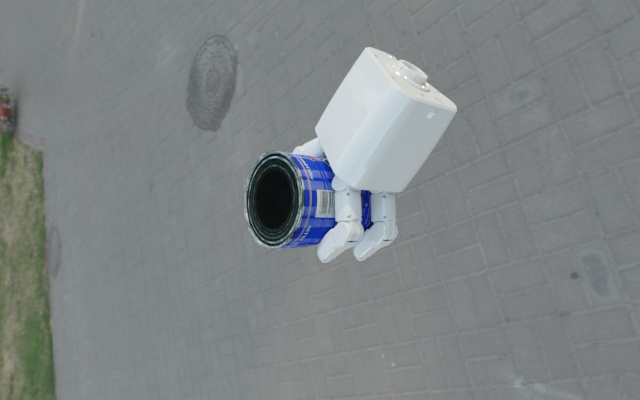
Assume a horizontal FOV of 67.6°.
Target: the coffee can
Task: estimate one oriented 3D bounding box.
[{"bbox_3d":[0.000,0.002,0.539,0.140,0.103,0.103,3,-2,-42],"label":"coffee can"}]
